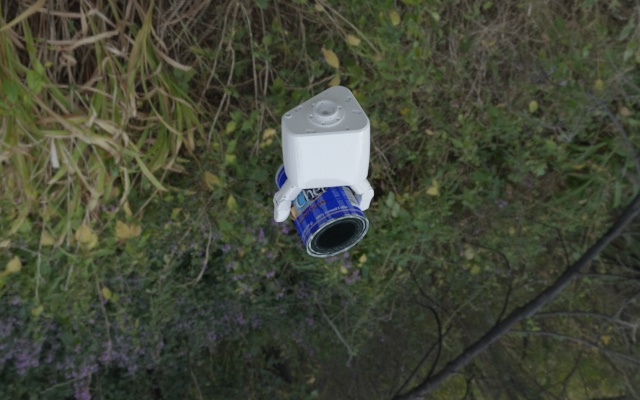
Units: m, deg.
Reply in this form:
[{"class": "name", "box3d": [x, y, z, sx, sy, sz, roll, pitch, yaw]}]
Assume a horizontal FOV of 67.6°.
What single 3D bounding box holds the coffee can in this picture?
[{"class": "coffee can", "box3d": [0.000, 0.002, 0.750, 0.103, 0.140, 0.103, -18, -34, -13]}]
